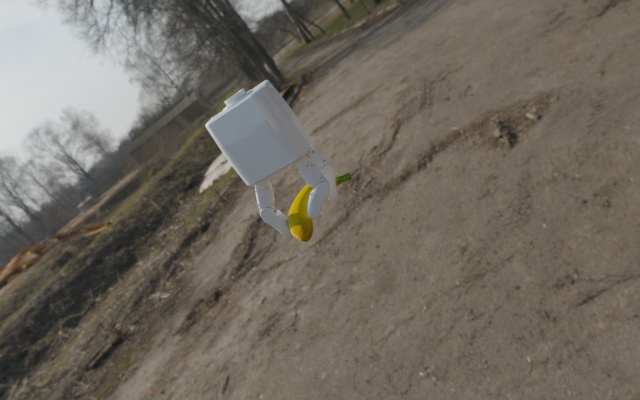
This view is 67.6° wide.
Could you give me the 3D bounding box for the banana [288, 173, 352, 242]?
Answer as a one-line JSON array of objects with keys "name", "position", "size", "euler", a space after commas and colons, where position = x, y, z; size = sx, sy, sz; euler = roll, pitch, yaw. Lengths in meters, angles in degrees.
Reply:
[{"name": "banana", "position": [-0.014, 0.006, 0.752], "size": [0.069, 0.037, 0.197], "euler": [-18, 23, 33]}]
